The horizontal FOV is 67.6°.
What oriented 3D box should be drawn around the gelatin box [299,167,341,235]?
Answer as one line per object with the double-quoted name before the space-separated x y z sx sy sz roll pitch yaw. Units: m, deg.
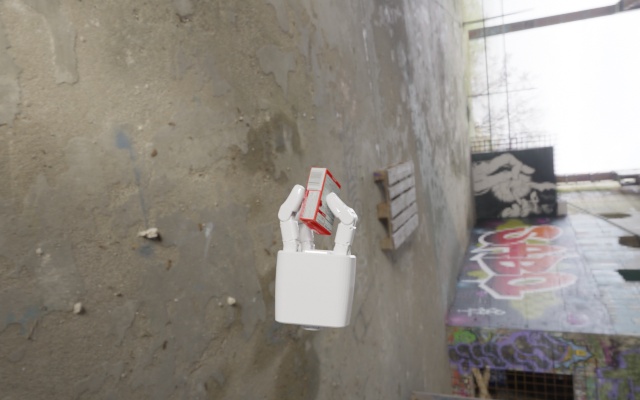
"gelatin box" 0.001 0.002 0.749 0.030 0.089 0.073 6 -17 24
